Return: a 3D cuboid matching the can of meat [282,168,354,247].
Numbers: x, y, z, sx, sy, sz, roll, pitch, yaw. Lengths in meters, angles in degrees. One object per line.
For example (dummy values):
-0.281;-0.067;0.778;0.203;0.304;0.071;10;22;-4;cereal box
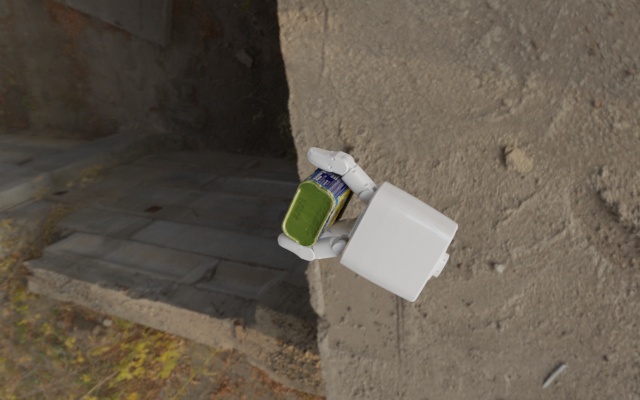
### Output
0.000;0.002;0.628;0.057;0.102;0.084;32;36;9;can of meat
